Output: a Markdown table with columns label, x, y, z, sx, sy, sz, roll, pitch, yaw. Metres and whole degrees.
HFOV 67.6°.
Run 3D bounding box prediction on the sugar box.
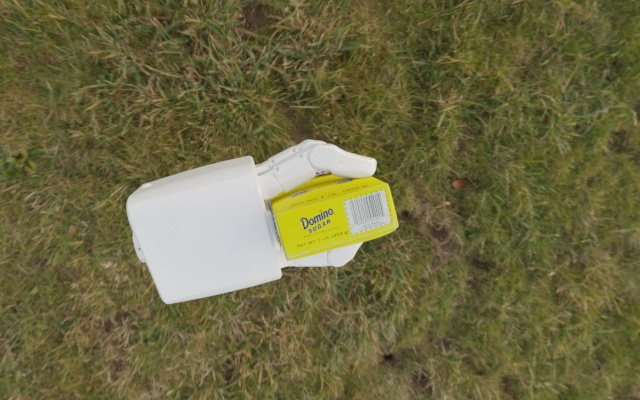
| label | x | y | z | sx | sy | sz | roll | pitch | yaw |
| --- | --- | --- | --- | --- | --- | --- | --- | --- | --- |
| sugar box | 0.000 | 0.001 | 0.448 | 0.093 | 0.048 | 0.176 | -15 | 14 | -7 |
